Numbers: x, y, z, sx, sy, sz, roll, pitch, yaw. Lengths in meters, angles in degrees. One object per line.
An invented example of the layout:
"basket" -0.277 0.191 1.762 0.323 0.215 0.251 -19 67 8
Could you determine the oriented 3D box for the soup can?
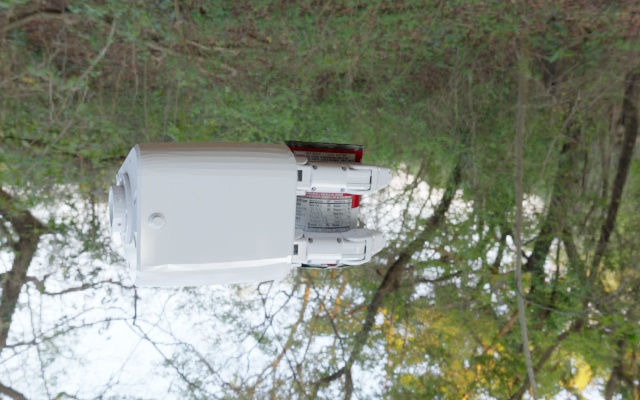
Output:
"soup can" 0.000 0.002 0.411 0.068 0.102 0.068 3 7 0
